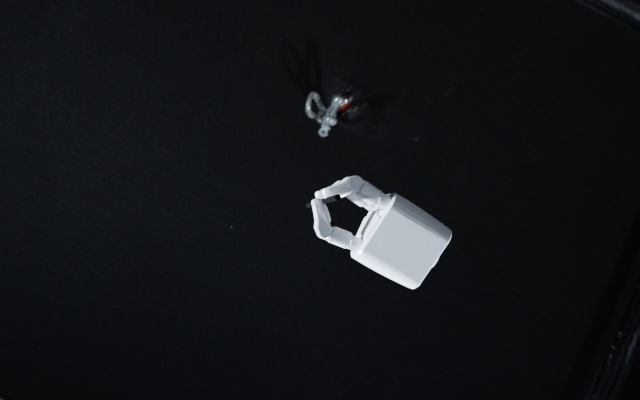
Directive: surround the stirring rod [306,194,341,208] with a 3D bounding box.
[{"bbox_3d":[0.000,0.002,0.725,0.011,0.011,0.239,0,-3,-11],"label":"stirring rod"}]
